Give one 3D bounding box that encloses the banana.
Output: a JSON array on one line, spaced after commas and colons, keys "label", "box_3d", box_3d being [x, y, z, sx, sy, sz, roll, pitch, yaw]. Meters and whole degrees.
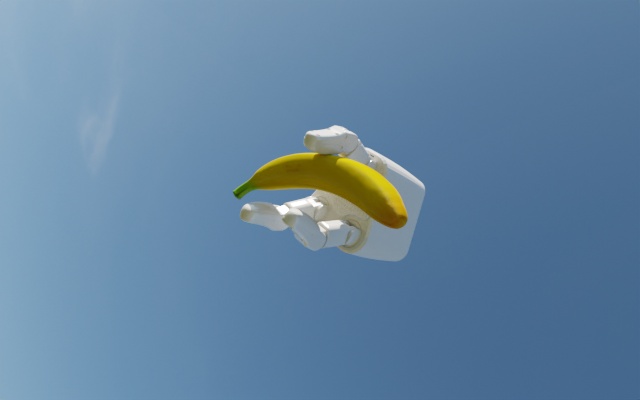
[{"label": "banana", "box_3d": [0.005, -0.015, 0.462, 0.198, 0.069, 0.037, 8, -27, 37]}]
